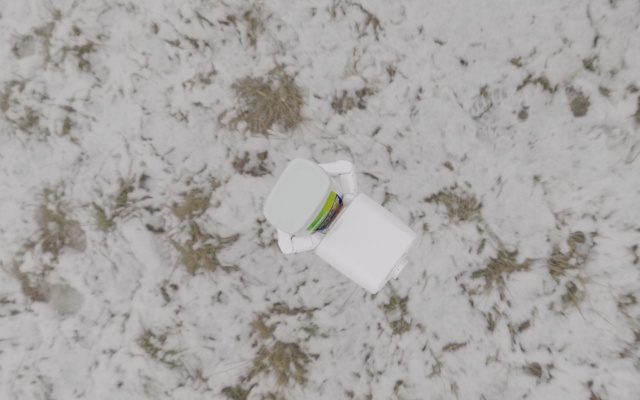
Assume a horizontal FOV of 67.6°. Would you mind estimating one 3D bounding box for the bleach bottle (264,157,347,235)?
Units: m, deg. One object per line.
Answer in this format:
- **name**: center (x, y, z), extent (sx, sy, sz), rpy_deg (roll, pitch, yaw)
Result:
- **bleach bottle**: center (0.000, 0.002, 0.733), extent (0.068, 0.102, 0.251), rpy_deg (35, 6, 15)
